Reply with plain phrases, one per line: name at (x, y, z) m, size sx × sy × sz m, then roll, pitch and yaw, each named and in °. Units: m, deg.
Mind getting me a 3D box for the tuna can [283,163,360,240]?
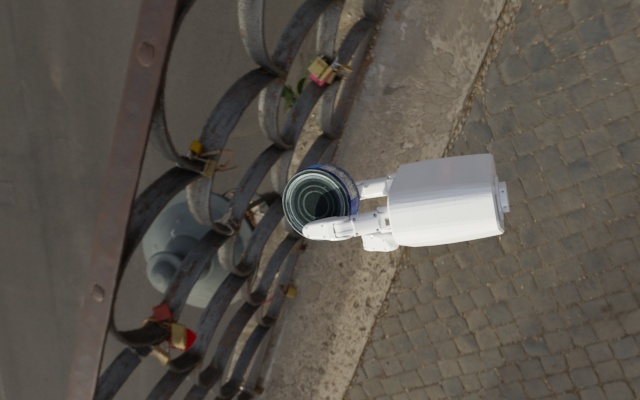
tuna can at (0.000, 0.002, 0.551) m, size 0.086 × 0.086 × 0.033 m, roll 0°, pitch 14°, yaw 24°
